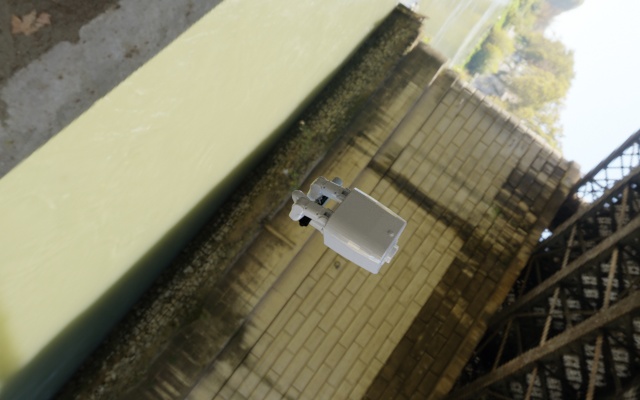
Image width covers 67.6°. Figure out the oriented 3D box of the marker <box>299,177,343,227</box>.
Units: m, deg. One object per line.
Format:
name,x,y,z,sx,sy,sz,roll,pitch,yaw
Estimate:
marker,0.000,0.003,0.845,0.020,0.020,0.121,0,40,46
